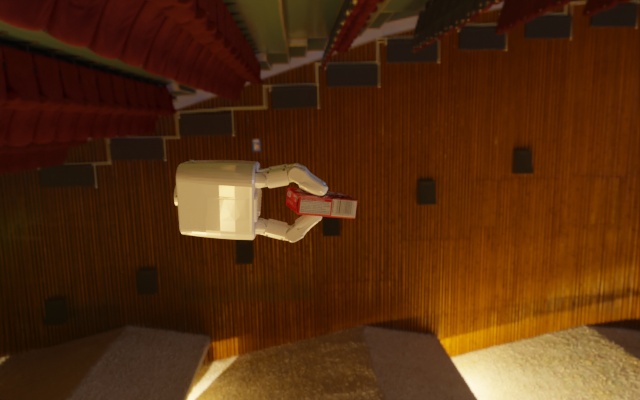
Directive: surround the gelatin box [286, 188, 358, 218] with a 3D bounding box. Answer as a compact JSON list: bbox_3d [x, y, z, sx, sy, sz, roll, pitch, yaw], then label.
[{"bbox_3d":[0.000,0.003,0.696,0.089,0.030,0.073,5,9,-16],"label":"gelatin box"}]
